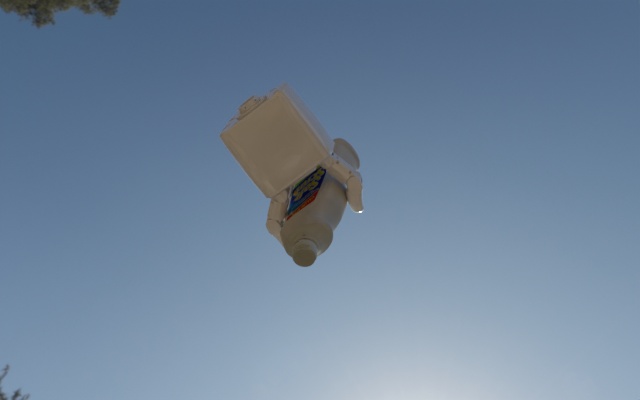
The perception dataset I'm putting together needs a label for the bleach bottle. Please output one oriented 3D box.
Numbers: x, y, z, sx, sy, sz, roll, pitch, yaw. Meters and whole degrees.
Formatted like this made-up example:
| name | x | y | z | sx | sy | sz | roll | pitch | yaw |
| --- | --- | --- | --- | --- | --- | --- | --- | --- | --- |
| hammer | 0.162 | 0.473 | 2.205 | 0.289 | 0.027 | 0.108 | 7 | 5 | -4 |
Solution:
| name | x | y | z | sx | sy | sz | roll | pitch | yaw |
| --- | --- | --- | --- | --- | --- | --- | --- | --- | --- |
| bleach bottle | 0.000 | 0.002 | 0.675 | 0.102 | 0.068 | 0.250 | -30 | 22 | 21 |
